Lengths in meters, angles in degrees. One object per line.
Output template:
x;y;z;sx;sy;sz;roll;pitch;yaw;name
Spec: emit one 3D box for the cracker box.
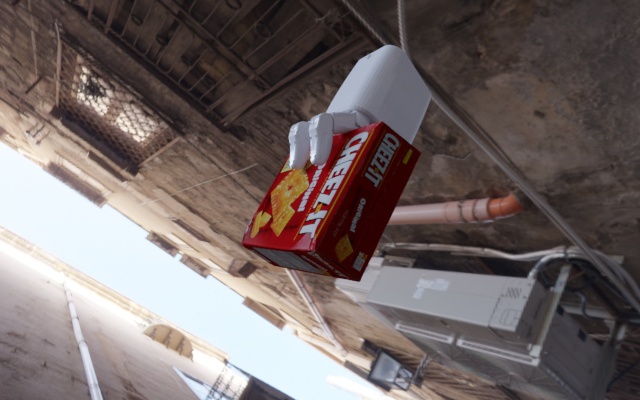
0.000;0.002;0.583;0.072;0.164;0.214;35;-18;-23;cracker box
